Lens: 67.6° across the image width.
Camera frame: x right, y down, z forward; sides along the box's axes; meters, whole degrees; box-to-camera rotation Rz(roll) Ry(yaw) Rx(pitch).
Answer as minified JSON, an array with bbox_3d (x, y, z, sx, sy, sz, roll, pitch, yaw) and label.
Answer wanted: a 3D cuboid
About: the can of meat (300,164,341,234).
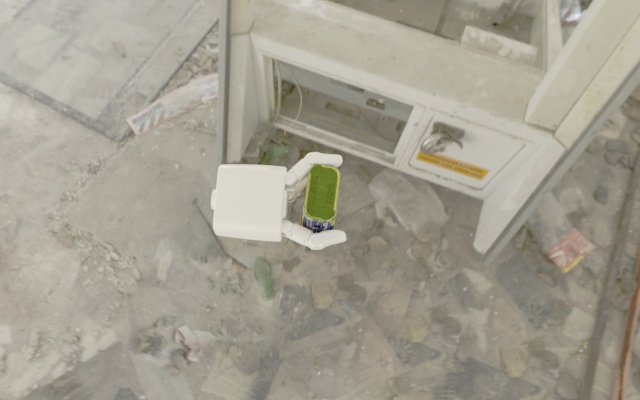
[{"bbox_3d":[0.000,0.002,0.769,0.057,0.102,0.084,7,-24,0],"label":"can of meat"}]
